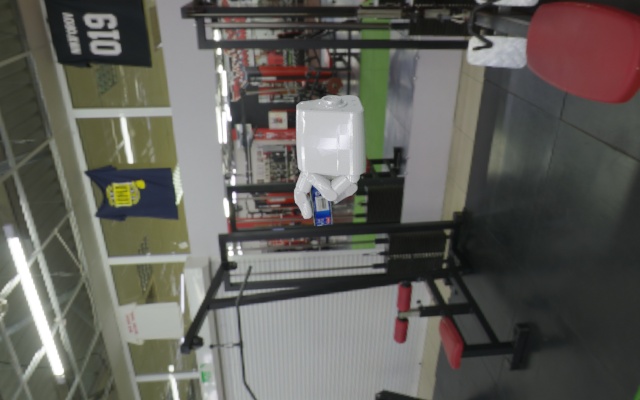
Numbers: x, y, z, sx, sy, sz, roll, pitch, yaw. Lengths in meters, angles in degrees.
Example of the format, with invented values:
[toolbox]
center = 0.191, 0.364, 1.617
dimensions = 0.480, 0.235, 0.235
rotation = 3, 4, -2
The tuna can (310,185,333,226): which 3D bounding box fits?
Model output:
[tuna can]
center = 0.000, 0.003, 0.865
dimensions = 0.034, 0.086, 0.086
rotation = -7, 0, -3
